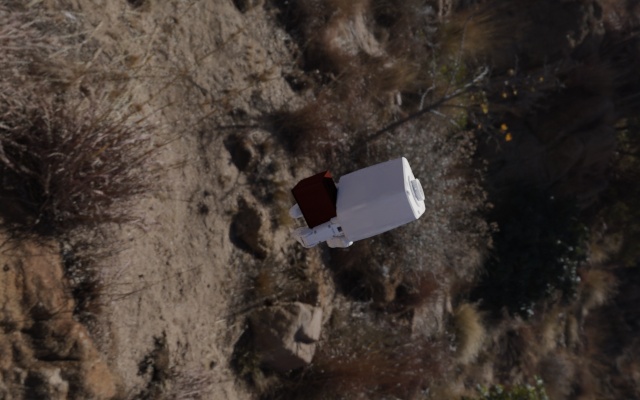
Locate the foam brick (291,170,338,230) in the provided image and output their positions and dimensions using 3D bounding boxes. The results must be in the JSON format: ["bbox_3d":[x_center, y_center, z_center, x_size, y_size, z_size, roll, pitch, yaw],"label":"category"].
[{"bbox_3d":[0.000,0.002,0.721,0.051,0.078,0.053,-19,17,21],"label":"foam brick"}]
